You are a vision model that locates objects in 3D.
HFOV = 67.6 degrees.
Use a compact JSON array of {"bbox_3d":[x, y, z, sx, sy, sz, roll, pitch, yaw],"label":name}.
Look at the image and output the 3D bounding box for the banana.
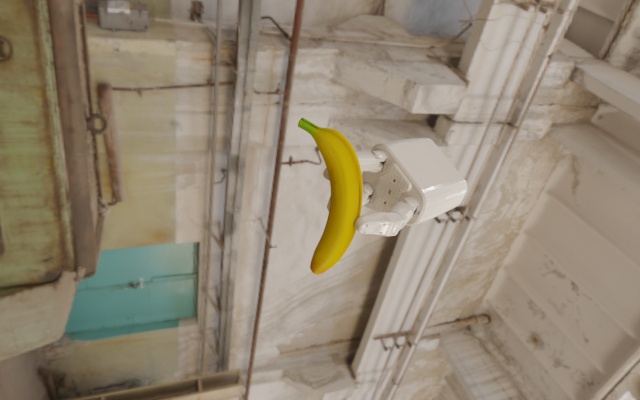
[{"bbox_3d":[0.017,0.001,0.561,0.069,0.198,0.037,6,22,25],"label":"banana"}]
